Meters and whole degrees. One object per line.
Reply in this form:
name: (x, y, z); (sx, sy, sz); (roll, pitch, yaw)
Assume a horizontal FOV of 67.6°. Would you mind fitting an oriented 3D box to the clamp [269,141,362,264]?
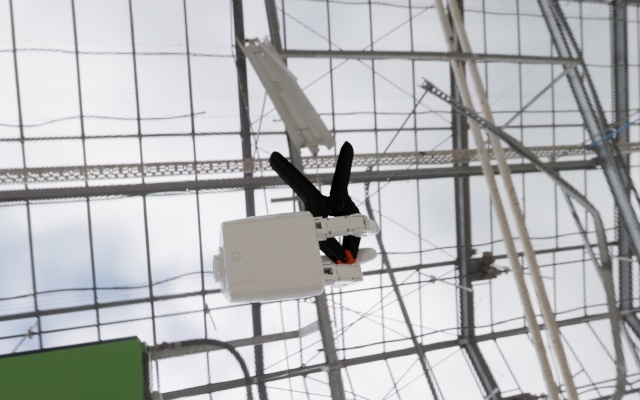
clamp: (0.000, 0.002, 0.613); (0.120, 0.171, 0.039); (-4, -19, -17)
